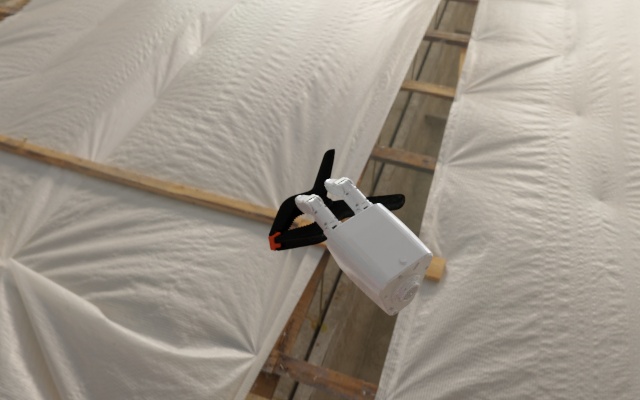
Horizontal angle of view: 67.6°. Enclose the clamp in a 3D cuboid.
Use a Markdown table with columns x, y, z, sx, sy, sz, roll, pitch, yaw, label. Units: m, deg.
| x | y | z | sx | sy | sz | roll | pitch | yaw | label |
| --- | --- | --- | --- | --- | --- | --- | --- | --- | --- |
| 0.000 | 0.003 | 0.729 | 0.210 | 0.036 | 0.164 | -30 | 52 | -22 | clamp |
